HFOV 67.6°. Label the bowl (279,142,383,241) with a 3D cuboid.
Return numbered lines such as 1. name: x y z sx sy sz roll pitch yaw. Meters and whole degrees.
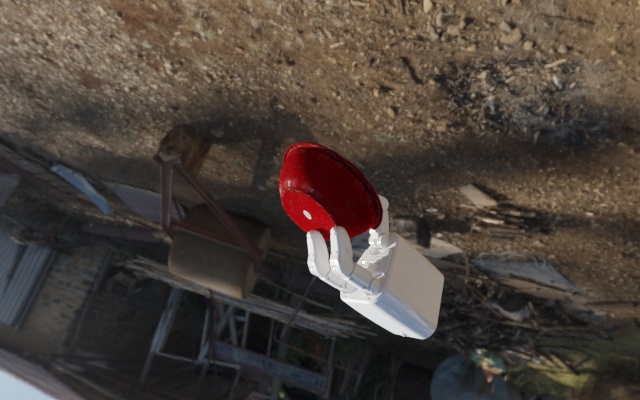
1. bowl: -0.001 0.001 0.632 0.162 0.162 0.055 0 42 52
